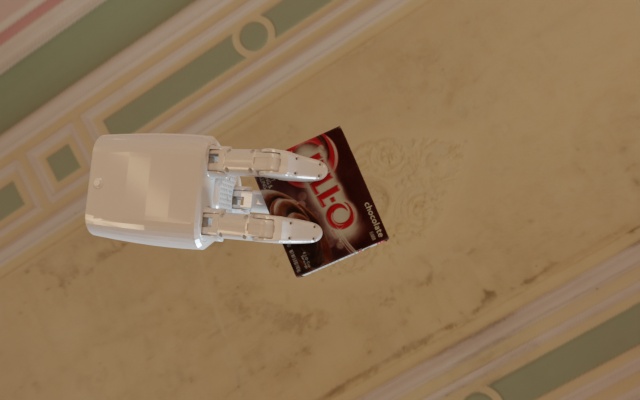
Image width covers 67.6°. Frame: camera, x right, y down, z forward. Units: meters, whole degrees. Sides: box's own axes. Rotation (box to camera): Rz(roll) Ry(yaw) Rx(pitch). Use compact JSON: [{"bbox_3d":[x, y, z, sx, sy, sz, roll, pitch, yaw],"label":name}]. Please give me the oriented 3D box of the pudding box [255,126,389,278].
[{"bbox_3d":[0.000,0.001,0.438,0.090,0.113,0.039,-24,-6,5],"label":"pudding box"}]
